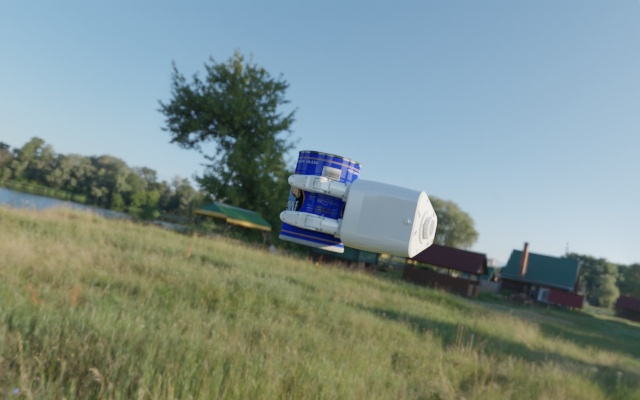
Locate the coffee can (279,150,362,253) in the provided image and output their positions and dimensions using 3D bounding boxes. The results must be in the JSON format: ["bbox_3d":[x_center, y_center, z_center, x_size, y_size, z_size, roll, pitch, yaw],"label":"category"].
[{"bbox_3d":[0.000,0.003,0.749,0.103,0.140,0.103,13,-4,1],"label":"coffee can"}]
